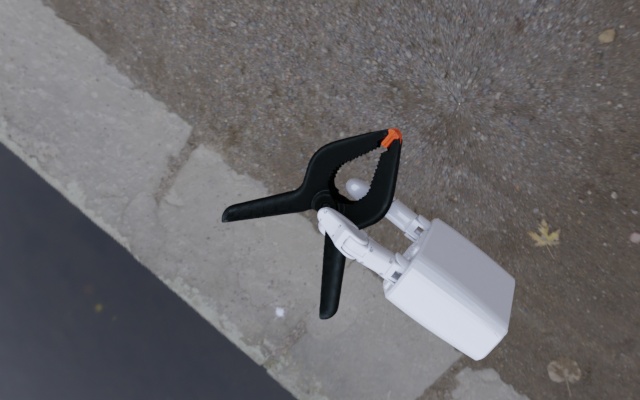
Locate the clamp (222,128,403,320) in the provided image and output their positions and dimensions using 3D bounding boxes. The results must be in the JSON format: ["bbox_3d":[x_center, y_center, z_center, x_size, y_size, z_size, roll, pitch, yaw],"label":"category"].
[{"bbox_3d":[0.000,0.001,0.493,0.164,0.210,0.036,37,19,6],"label":"clamp"}]
